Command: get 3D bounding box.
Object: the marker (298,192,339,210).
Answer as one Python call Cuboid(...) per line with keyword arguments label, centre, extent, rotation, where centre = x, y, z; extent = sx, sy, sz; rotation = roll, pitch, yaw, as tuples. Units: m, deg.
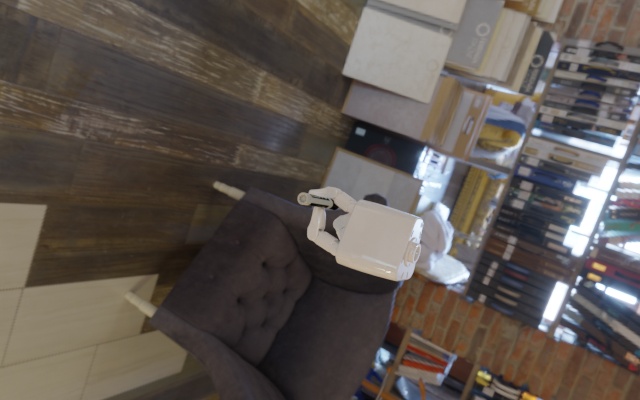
Cuboid(label="marker", centre=(0.000, 0.003, 0.785), extent=(0.020, 0.020, 0.121), rotation=(0, -6, 27))
